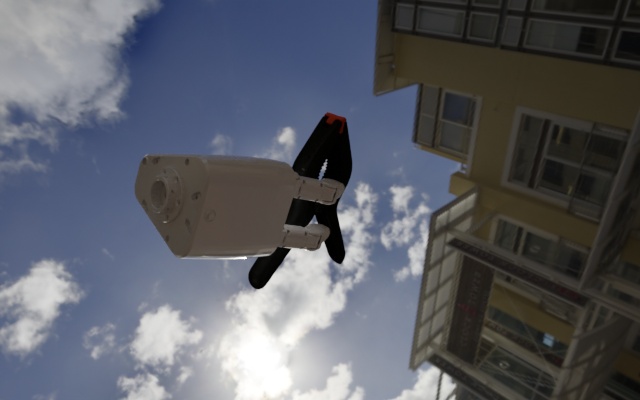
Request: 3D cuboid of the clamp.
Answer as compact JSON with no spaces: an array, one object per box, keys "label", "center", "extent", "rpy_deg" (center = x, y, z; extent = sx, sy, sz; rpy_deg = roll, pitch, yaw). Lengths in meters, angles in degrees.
[{"label":"clamp","center":[-0.001,0.001,0.577],"extent":[0.036,0.210,0.164],"rpy_deg":[25,14,34]}]
